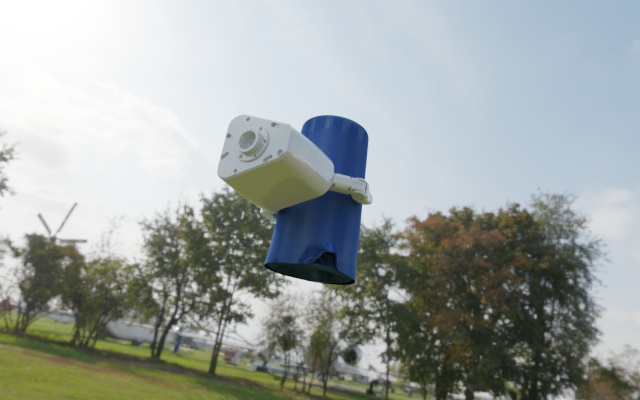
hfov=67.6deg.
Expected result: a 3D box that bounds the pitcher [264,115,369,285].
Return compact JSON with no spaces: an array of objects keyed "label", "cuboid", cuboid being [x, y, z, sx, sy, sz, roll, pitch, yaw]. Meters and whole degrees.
[{"label":"pitcher","cuboid":[0.000,0.002,0.729,0.149,0.242,0.145,0,-22,30]}]
